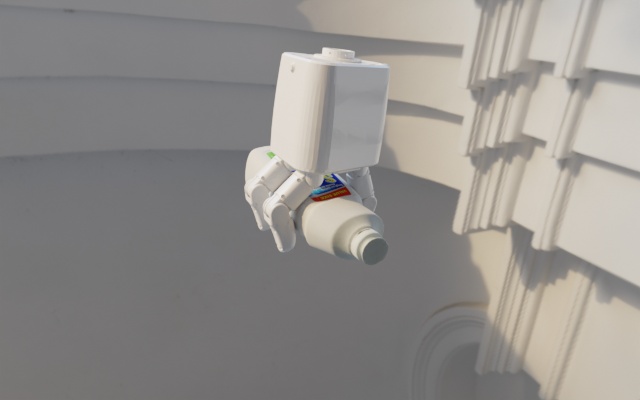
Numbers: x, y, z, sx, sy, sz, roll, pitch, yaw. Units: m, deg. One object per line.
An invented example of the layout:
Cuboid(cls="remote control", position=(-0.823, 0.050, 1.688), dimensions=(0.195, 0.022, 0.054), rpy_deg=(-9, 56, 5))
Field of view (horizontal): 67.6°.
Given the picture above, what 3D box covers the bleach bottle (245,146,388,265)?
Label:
Cuboid(cls="bleach bottle", position=(0.000, 0.002, 0.540), dimensions=(0.102, 0.068, 0.250), rpy_deg=(-2, 22, -29))
